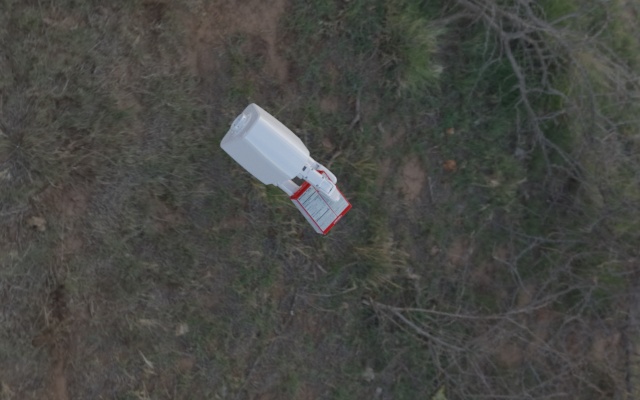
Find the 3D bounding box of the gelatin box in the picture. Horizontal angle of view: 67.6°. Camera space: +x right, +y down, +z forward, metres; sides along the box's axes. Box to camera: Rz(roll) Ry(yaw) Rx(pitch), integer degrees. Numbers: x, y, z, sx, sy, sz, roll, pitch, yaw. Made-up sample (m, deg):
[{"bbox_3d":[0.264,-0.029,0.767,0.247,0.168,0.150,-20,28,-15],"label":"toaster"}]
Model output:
[{"bbox_3d":[0.001,0.003,0.828,0.073,0.089,0.030,-46,22,-18],"label":"gelatin box"}]
